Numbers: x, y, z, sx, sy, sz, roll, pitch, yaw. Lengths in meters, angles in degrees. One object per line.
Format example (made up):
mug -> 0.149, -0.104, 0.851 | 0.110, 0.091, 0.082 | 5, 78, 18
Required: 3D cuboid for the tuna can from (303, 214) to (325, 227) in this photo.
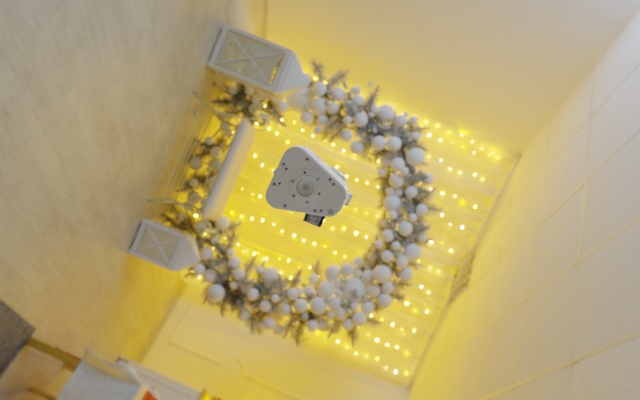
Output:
tuna can -> 0.001, 0.003, 0.839 | 0.034, 0.086, 0.086 | 23, -1, -2
